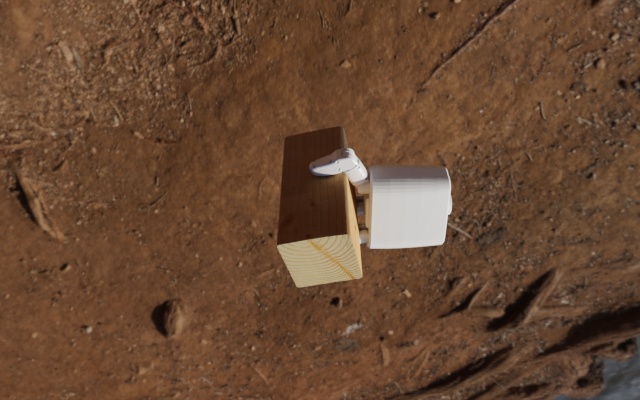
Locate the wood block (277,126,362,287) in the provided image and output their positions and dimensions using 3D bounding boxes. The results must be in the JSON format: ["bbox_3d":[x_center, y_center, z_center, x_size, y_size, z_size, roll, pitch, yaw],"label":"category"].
[{"bbox_3d":[0.000,0.002,0.652,0.090,0.206,0.091,-10,-46,9],"label":"wood block"}]
